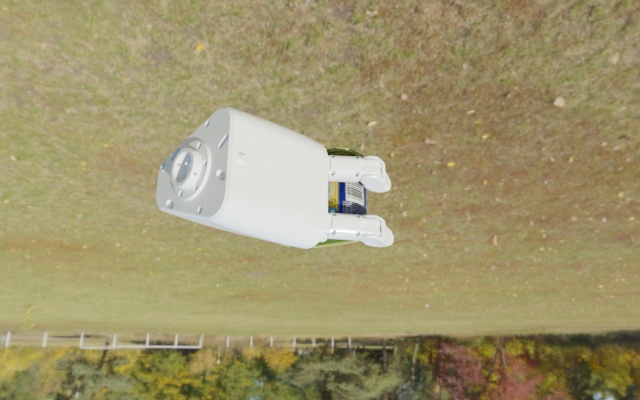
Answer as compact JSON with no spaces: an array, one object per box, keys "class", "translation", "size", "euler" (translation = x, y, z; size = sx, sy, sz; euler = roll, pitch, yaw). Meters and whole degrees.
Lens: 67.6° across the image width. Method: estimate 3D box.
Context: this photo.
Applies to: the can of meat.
[{"class":"can of meat","translation":[0.000,0.002,0.493],"size":[0.102,0.084,0.057],"euler":[-13,-22,37]}]
